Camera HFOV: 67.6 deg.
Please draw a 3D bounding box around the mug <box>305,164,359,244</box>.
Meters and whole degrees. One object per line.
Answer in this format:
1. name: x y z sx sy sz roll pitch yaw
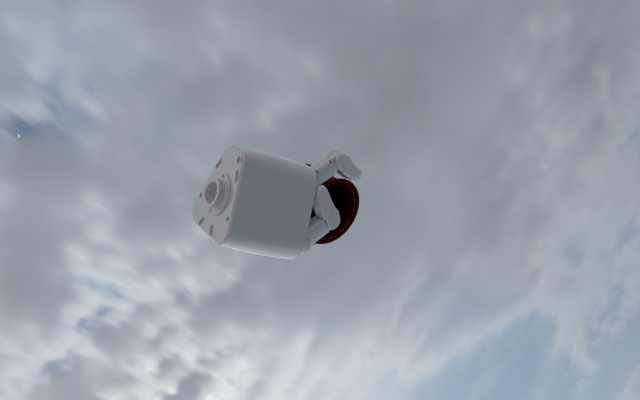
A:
1. mug: 0.001 0.002 0.655 0.117 0.093 0.081 15 13 -43
